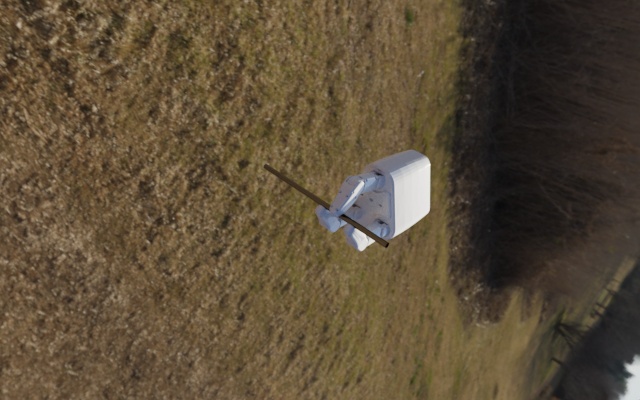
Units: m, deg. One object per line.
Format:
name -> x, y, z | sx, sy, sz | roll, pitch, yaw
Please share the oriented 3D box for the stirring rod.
stirring rod -> 0.000, 0.002, 0.675 | 0.239, 0.011, 0.011 | 33, 19, 32
